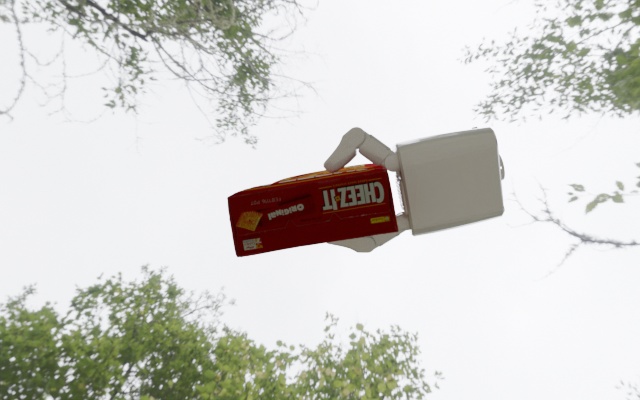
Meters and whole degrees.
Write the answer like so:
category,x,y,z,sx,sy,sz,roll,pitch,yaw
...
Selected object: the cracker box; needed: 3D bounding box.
category,x,y,z,sx,sy,sz,roll,pitch,yaw
cracker box,0.000,0.002,0.566,0.164,0.072,0.213,-10,4,6
